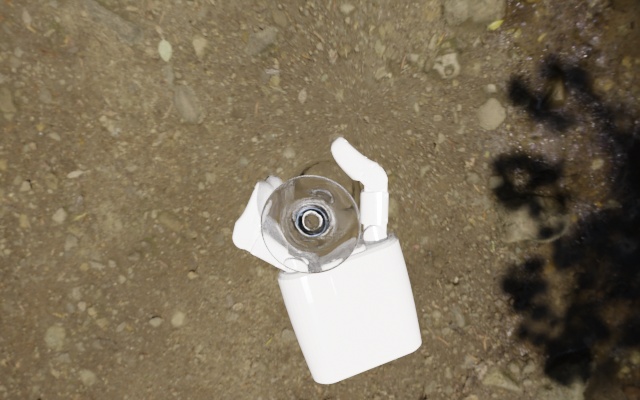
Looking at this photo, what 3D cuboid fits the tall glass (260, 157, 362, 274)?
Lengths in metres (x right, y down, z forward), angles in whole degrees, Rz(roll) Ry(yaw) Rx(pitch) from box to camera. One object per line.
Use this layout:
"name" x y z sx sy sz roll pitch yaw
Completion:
"tall glass" 0.000 0.001 0.446 0.079 0.079 0.201 0 10 4
